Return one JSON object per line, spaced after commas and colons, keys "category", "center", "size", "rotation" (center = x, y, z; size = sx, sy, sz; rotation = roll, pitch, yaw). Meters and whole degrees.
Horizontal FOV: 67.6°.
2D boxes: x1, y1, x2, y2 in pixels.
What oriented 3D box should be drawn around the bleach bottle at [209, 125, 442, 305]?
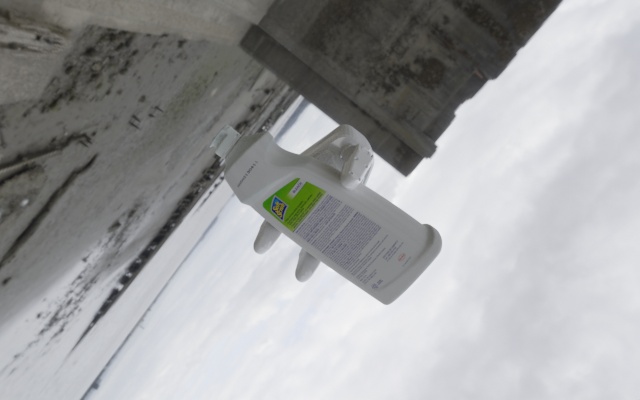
{"category": "bleach bottle", "center": [0.000, 0.002, 0.503], "size": [0.251, 0.102, 0.068], "rotation": [37, 15, -9]}
